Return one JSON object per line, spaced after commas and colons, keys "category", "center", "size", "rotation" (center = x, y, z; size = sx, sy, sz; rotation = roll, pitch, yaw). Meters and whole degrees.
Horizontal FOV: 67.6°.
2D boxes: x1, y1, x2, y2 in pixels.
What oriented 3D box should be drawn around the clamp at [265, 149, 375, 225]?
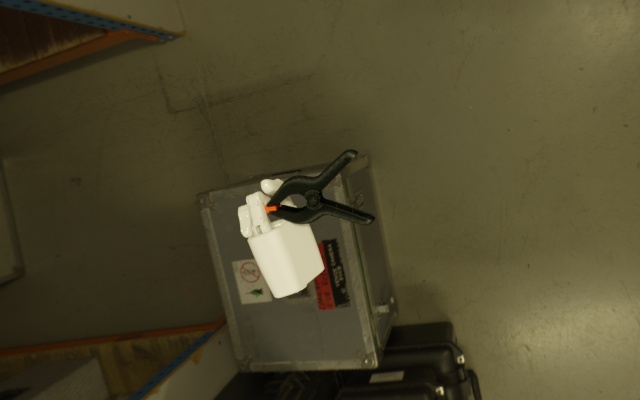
{"category": "clamp", "center": [0.000, 0.003, 0.745], "size": [0.171, 0.120, 0.039], "rotation": [-20, 7, 20]}
